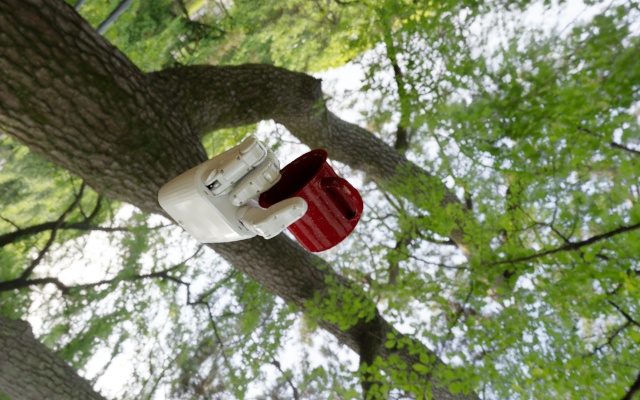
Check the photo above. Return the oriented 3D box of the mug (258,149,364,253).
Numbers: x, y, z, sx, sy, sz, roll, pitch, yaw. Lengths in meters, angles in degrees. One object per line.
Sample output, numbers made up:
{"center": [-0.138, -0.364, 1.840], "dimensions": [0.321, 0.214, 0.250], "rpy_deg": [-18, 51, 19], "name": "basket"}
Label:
{"center": [0.001, 0.002, 0.522], "dimensions": [0.117, 0.081, 0.093], "rpy_deg": [-11, 36, 47], "name": "mug"}
